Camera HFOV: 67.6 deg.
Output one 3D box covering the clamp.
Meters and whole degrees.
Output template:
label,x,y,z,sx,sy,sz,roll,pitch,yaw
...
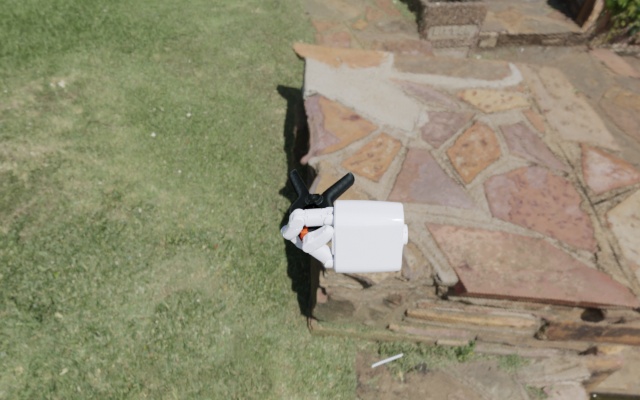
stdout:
label,x,y,z,sx,sy,sz,roll,pitch,yaw
clamp,0.000,0.002,0.826,0.120,0.171,0.039,-6,-45,9
